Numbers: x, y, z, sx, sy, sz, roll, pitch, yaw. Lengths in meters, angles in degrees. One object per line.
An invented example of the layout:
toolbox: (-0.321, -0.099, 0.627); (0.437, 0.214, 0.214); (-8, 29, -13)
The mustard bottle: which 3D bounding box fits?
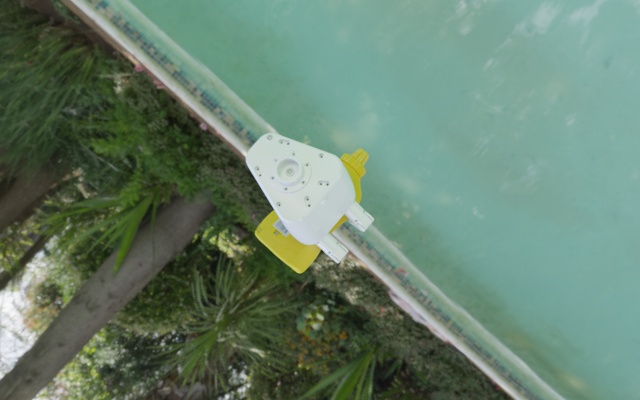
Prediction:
mustard bottle: (0.000, 0.003, 0.672); (0.096, 0.191, 0.058); (35, -8, 42)
